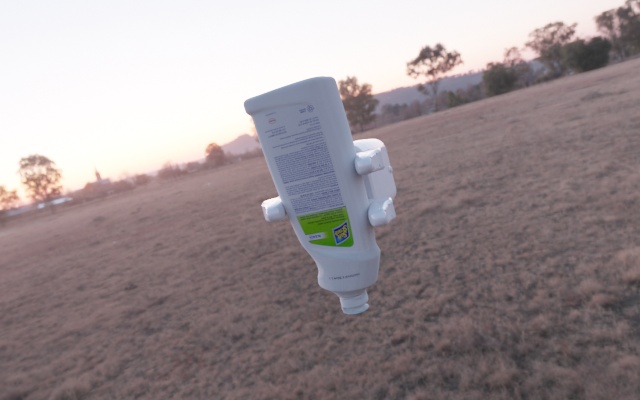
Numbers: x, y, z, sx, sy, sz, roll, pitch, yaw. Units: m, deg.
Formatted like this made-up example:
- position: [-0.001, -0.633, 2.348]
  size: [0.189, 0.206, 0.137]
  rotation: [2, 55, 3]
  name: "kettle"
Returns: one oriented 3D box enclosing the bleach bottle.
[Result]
- position: [0.000, 0.002, 0.517]
  size: [0.102, 0.251, 0.068]
  rotation: [-11, 8, 27]
  name: "bleach bottle"
